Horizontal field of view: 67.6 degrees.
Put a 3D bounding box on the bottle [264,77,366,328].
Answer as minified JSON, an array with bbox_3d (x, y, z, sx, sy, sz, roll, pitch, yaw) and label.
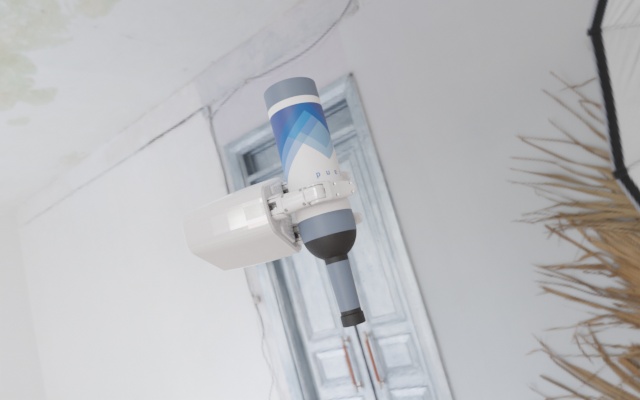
[{"bbox_3d":[0.000,0.002,0.569,0.069,0.295,0.069,-15,-10,-3],"label":"bottle"}]
